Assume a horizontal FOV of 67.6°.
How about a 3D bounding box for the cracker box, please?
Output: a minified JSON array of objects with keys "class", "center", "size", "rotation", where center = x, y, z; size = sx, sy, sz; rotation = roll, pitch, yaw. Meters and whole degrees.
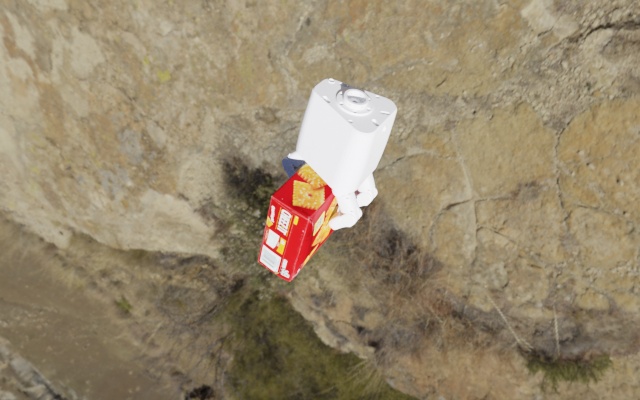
[{"class":"cracker box","center":[0.000,0.002,0.745],"size":[0.072,0.164,0.213],"rotation":[33,49,13]}]
